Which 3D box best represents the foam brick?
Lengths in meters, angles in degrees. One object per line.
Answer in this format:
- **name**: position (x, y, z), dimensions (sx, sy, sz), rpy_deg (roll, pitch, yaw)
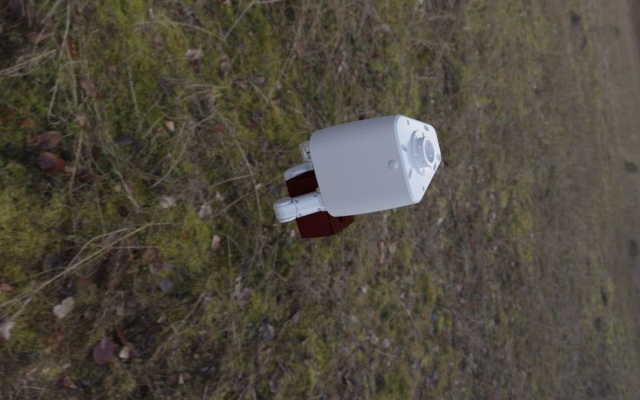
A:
- **foam brick**: position (0.000, 0.002, 0.588), dimensions (0.051, 0.078, 0.053), rpy_deg (-8, 12, 34)
